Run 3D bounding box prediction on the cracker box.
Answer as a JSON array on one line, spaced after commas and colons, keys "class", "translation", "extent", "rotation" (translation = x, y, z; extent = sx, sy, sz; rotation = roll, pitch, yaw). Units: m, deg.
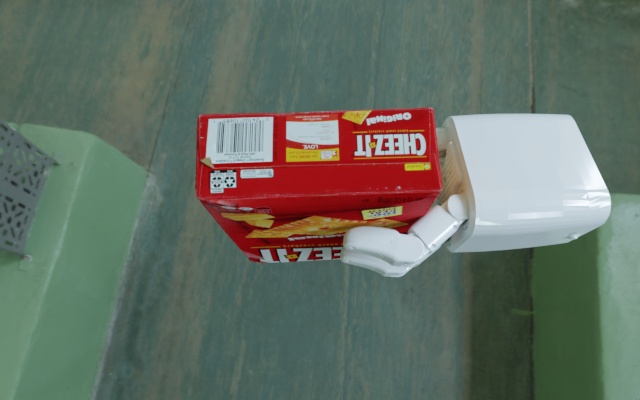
[{"class": "cracker box", "translation": [0.000, 0.001, 0.415], "extent": [0.164, 0.072, 0.214], "rotation": [-2, -19, 1]}]
